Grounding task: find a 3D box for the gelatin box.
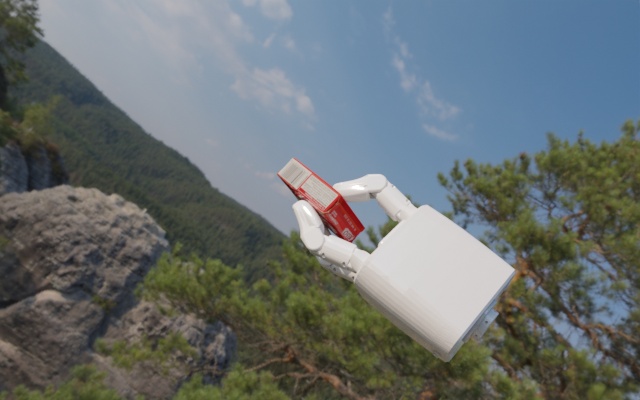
[{"bbox_3d":[0.000,0.001,0.524,0.089,0.030,0.073,40,-8,38],"label":"gelatin box"}]
